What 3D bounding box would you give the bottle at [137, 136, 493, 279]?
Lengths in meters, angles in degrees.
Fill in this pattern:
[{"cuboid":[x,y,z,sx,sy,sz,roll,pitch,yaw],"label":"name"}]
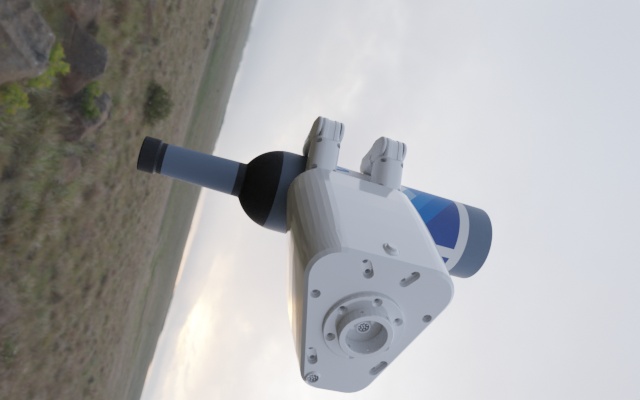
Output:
[{"cuboid":[0.000,0.001,0.403,0.296,0.069,0.069,15,-4,-14],"label":"bottle"}]
